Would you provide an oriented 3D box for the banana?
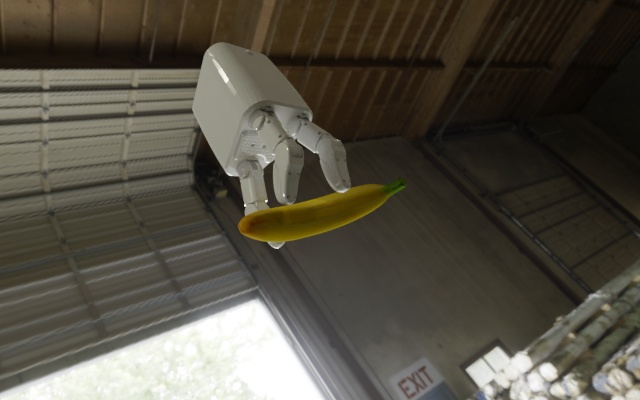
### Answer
[{"bbox_3d":[-0.002,0.011,0.513,0.198,0.037,0.070,-17,-25,-29],"label":"banana"}]
